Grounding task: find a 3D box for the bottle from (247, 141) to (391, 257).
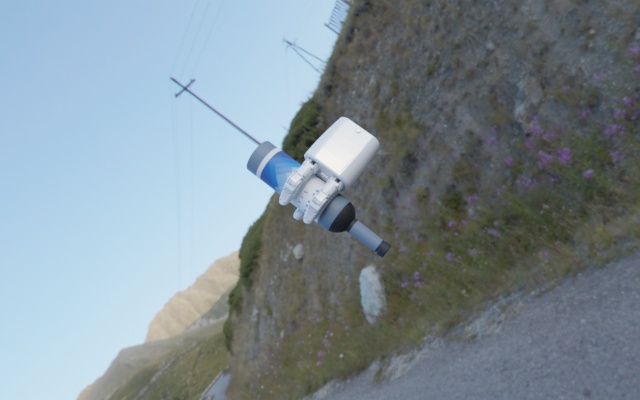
[{"bbox_3d":[0.000,0.003,0.860,0.295,0.069,0.069,37,7,10],"label":"bottle"}]
